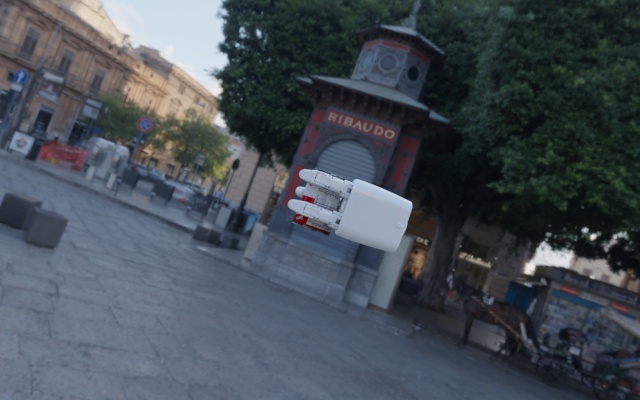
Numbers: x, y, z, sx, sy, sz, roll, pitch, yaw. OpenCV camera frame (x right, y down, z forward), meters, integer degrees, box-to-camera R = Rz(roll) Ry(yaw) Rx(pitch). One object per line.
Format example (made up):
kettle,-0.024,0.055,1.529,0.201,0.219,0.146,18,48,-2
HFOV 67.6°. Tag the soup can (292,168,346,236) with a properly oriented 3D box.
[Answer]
soup can,0.000,0.002,0.828,0.068,0.102,0.068,20,-2,1
